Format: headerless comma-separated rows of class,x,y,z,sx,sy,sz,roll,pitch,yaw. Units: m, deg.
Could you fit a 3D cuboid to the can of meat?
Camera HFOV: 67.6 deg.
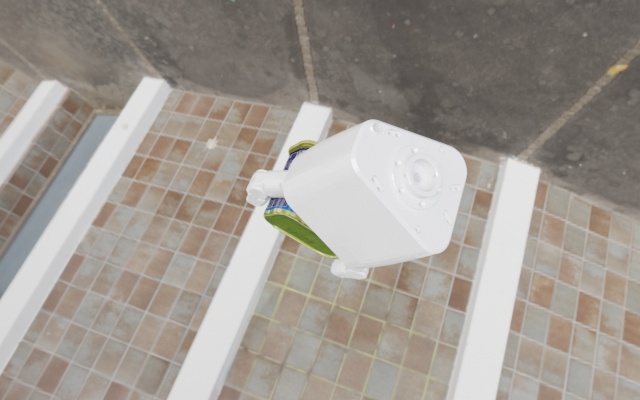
can of meat,0.000,0.002,0.494,0.102,0.084,0.057,33,-26,-25
